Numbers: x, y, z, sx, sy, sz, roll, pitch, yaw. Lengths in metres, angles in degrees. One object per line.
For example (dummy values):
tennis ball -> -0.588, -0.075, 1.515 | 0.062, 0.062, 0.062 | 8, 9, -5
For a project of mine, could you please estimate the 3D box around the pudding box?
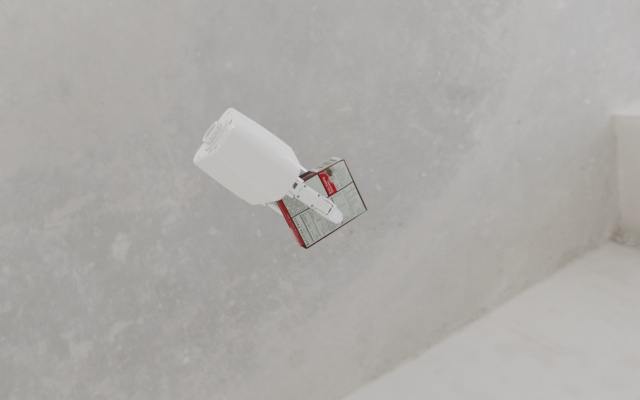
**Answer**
pudding box -> 0.000, 0.002, 0.682 | 0.113, 0.090, 0.039 | -30, 18, -15
